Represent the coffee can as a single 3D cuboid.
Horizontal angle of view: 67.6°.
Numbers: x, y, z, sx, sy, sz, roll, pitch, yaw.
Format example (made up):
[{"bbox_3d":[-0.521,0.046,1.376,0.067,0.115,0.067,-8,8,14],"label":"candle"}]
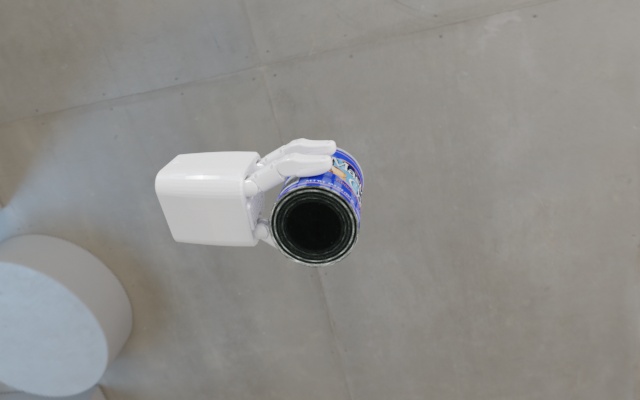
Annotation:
[{"bbox_3d":[0.000,0.002,0.592,0.103,0.103,0.140,0,24,7],"label":"coffee can"}]
